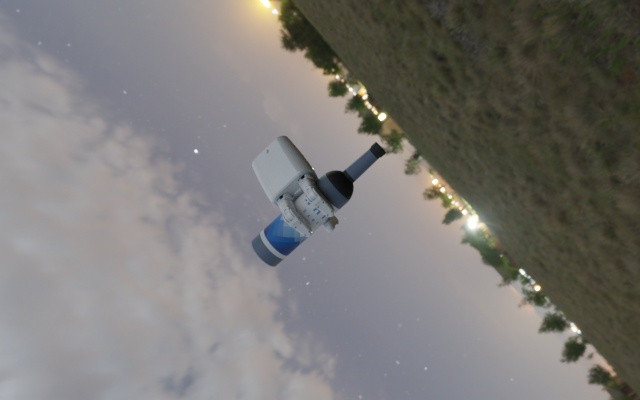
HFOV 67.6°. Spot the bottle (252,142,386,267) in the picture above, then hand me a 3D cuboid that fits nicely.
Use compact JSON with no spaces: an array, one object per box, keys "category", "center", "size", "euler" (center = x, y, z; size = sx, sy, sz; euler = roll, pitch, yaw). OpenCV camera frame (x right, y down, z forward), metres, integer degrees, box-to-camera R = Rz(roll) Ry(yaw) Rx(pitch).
[{"category":"bottle","center":[0.000,0.003,0.871],"size":[0.296,0.069,0.069],"euler":[-42,-11,12]}]
